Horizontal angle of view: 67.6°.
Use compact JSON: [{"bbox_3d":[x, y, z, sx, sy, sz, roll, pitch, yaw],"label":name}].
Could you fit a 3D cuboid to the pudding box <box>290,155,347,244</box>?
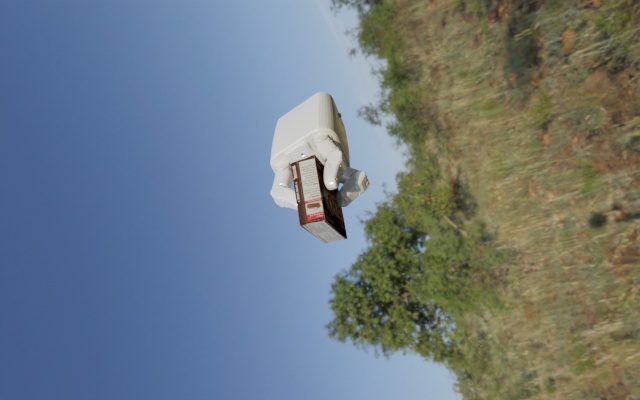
[{"bbox_3d":[0.000,0.002,0.641,0.039,0.090,0.113,-16,-20,15],"label":"pudding box"}]
